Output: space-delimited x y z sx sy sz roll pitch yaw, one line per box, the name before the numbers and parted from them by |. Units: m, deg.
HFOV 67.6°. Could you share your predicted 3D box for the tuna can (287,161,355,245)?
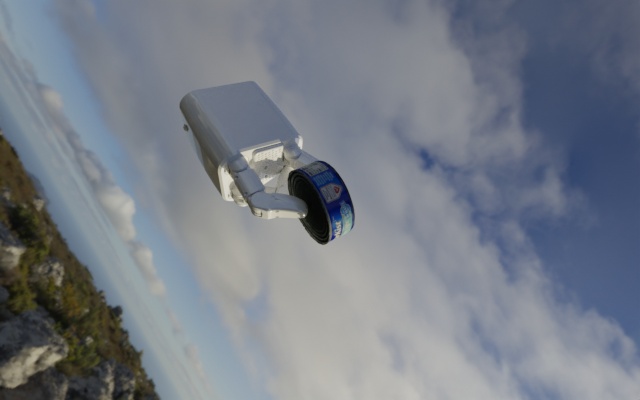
tuna can | 0.001 0.001 0.508 0.033 0.086 0.086 -25 9 -21
